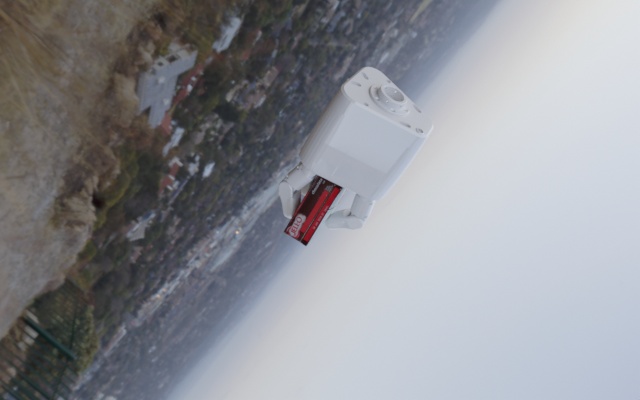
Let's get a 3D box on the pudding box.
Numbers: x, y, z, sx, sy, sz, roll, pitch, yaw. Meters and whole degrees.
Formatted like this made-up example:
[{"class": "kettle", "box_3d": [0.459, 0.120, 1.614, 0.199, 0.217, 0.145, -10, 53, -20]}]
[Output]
[{"class": "pudding box", "box_3d": [0.000, 0.002, 0.622, 0.039, 0.090, 0.113, 34, 14, 5]}]
